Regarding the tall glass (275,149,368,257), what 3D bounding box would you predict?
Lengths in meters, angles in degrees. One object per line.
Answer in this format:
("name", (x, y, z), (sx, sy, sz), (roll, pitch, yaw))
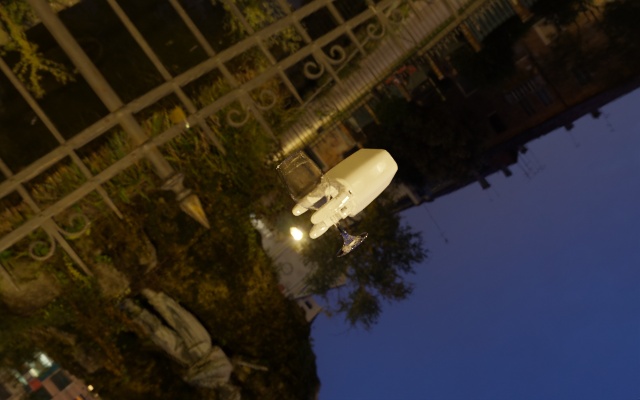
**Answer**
("tall glass", (0.000, 0.004, 0.882), (0.079, 0.201, 0.079), (-37, 4, 3))
